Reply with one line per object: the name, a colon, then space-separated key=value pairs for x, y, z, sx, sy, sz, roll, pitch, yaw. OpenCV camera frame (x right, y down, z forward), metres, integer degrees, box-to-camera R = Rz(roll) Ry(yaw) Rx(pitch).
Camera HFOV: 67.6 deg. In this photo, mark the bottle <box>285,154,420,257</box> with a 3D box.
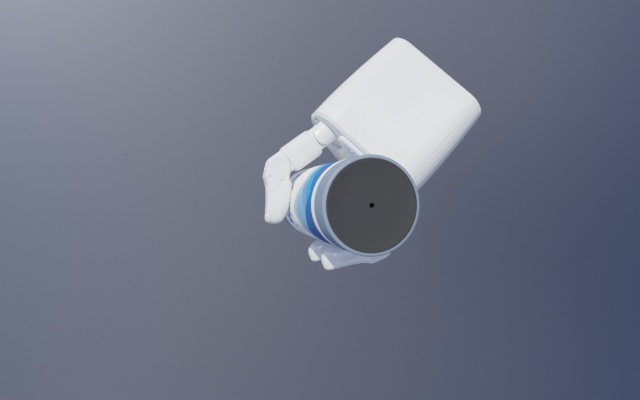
bottle: x=0.000 y=0.002 z=0.449 sx=0.069 sy=0.069 sz=0.295 roll=0 pitch=1 yaw=-13
